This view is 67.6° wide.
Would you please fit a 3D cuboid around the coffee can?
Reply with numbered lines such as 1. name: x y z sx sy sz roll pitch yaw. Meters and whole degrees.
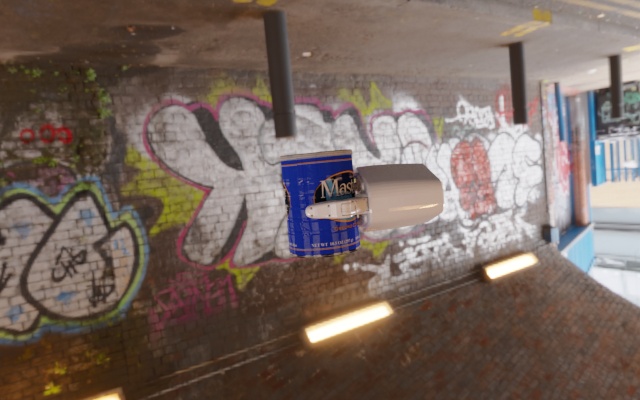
1. coffee can: 0.000 0.002 0.677 0.103 0.140 0.103 -6 5 0
